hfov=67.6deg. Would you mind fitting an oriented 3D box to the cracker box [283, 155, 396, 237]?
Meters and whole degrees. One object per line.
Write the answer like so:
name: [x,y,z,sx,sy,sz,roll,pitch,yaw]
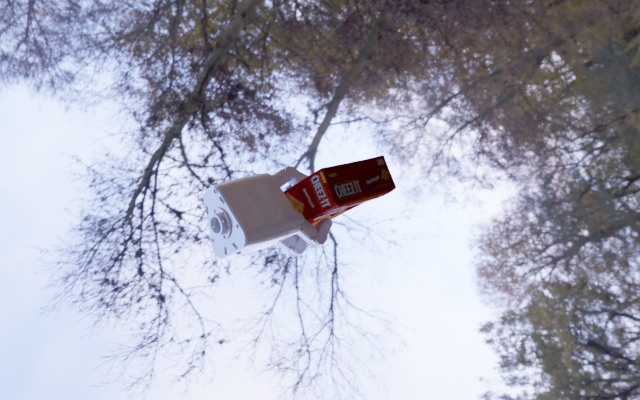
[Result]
cracker box: [0.000,0.003,0.835,0.164,0.072,0.214,-16,-8,-46]
